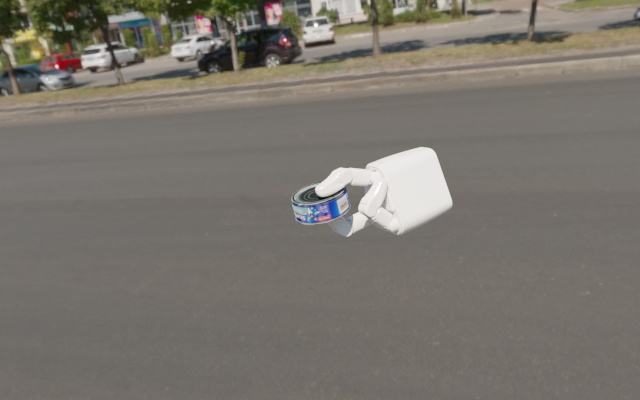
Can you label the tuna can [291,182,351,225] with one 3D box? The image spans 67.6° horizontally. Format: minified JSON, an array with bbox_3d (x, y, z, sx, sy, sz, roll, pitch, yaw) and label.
[{"bbox_3d":[0.000,0.002,0.715,0.086,0.034,0.086,-12,22,5],"label":"tuna can"}]
